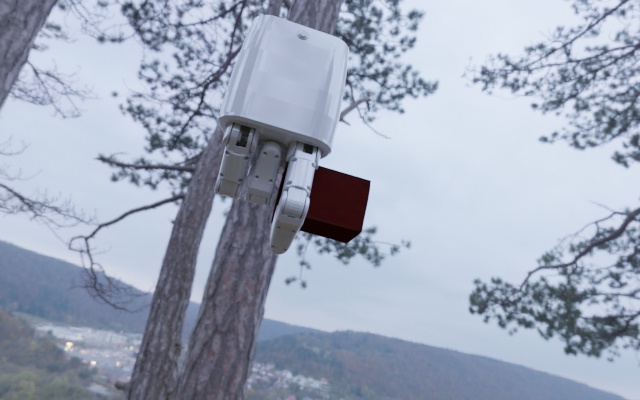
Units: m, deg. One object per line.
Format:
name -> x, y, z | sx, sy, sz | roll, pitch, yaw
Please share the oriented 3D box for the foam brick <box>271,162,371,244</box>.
foam brick -> 0.000, 0.002, 0.439 | 0.078, 0.051, 0.053 | 16, -19, -10
